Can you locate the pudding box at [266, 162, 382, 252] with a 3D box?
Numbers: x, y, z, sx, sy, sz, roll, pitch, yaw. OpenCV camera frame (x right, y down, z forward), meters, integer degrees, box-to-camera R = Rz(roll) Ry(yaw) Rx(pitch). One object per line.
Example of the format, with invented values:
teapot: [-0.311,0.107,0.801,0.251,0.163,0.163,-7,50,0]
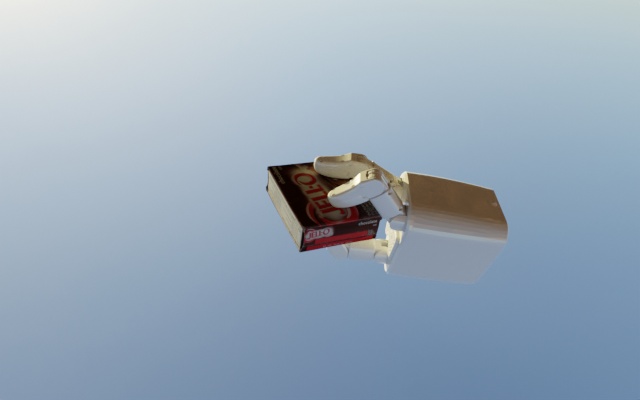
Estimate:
pudding box: [0.000,0.002,0.518,0.090,0.039,0.113,-7,38,-25]
